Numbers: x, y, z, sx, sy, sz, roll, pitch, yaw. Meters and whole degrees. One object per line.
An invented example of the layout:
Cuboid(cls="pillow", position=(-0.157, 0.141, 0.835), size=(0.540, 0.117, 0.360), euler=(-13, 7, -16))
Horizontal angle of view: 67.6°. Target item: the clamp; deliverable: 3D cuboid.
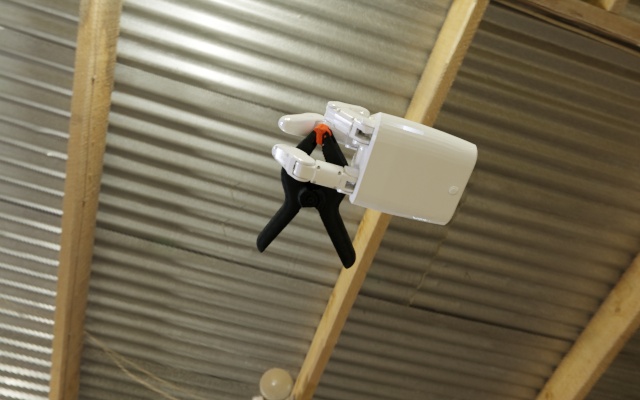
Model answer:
Cuboid(cls="clamp", position=(0.000, 0.001, 0.549), size=(0.120, 0.171, 0.039), euler=(16, 24, -3))
